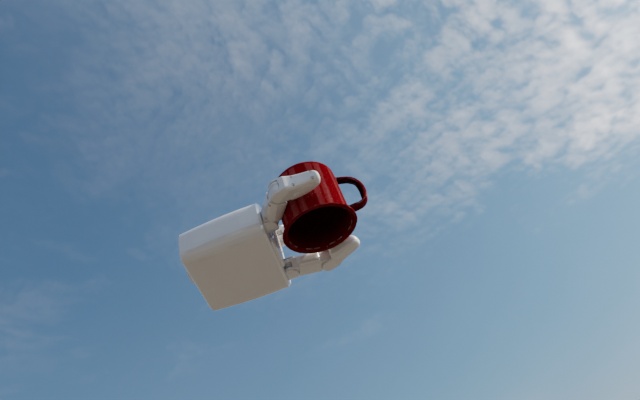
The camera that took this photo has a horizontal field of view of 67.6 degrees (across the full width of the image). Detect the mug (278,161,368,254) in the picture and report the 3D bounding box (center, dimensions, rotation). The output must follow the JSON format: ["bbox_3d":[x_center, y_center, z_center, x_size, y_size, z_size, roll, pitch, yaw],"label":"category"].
[{"bbox_3d":[0.001,0.001,0.594,0.117,0.081,0.093,-20,-39,-2],"label":"mug"}]
